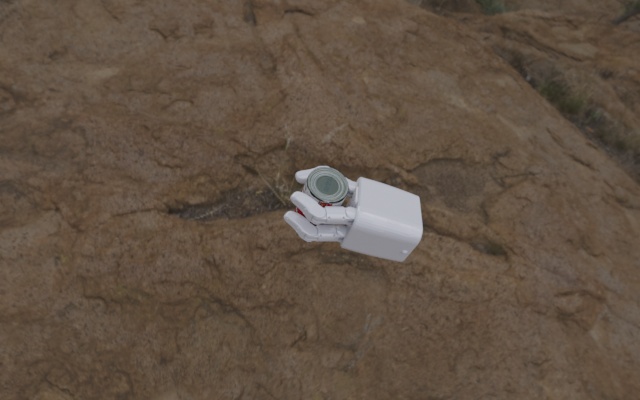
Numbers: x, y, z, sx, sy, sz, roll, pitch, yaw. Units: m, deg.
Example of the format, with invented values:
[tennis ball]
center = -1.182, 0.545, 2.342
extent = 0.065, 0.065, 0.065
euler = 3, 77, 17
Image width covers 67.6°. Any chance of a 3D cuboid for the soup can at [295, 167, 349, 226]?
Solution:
[soup can]
center = 0.000, 0.002, 0.762
extent = 0.068, 0.068, 0.102
euler = 0, -33, -16
